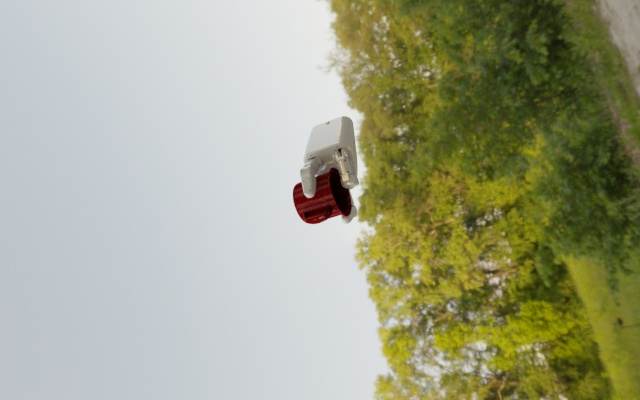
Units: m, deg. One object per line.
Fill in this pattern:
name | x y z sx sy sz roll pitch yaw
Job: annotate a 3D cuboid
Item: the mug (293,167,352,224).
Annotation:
mug | 0.000 0.004 0.873 0.081 0.093 0.117 -18 34 22
